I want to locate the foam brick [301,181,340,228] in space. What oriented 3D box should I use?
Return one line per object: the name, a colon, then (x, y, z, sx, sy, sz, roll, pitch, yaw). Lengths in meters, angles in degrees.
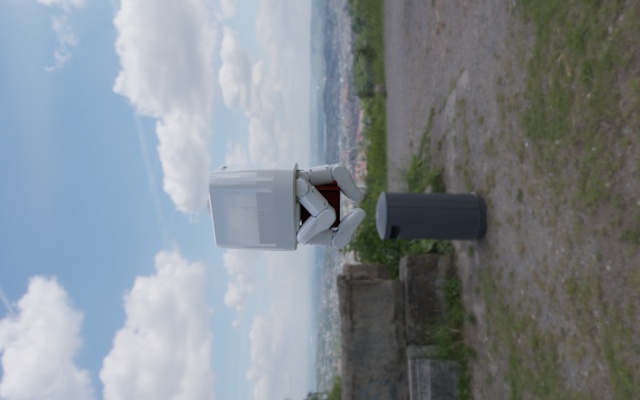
foam brick: (0.000, 0.002, 0.652, 0.051, 0.053, 0.078, 0, 13, 0)
